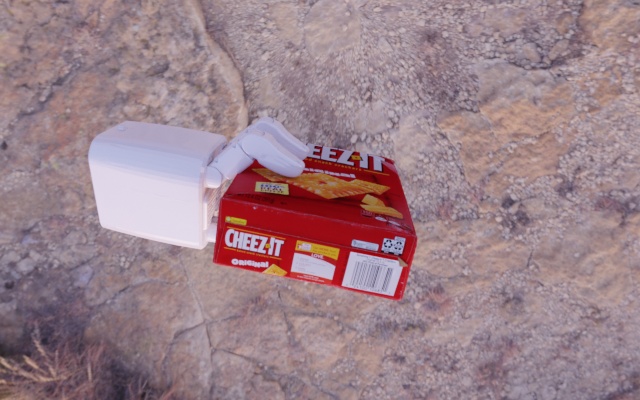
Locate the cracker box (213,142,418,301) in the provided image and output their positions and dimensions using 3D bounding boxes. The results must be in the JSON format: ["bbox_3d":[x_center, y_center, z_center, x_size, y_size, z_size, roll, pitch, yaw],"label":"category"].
[{"bbox_3d":[0.000,0.002,0.483,0.164,0.072,0.213,11,22,-1],"label":"cracker box"}]
